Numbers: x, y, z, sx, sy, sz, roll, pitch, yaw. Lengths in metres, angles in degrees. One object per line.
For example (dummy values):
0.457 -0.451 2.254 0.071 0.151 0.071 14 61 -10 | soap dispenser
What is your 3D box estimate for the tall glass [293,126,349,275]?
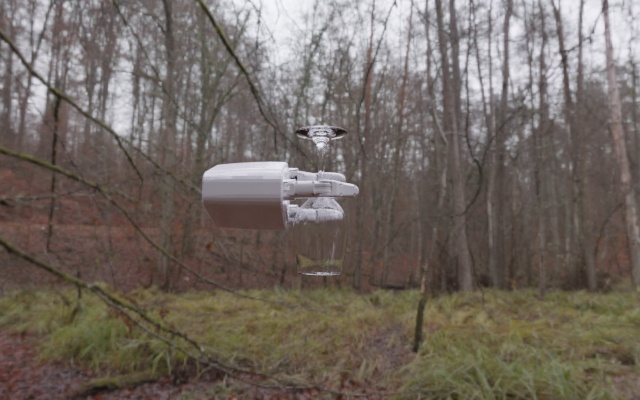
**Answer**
0.000 0.001 0.670 0.079 0.201 0.079 0 -6 0 | tall glass
